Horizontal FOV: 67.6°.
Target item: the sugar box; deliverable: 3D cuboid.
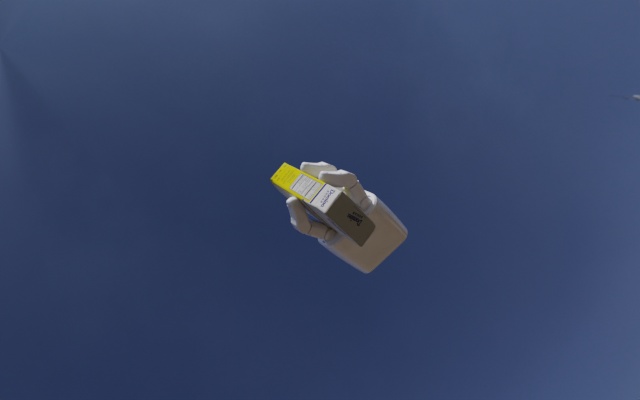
[{"bbox_3d":[0.000,0.002,0.730,0.093,0.048,0.176,43,-11,-36],"label":"sugar box"}]
